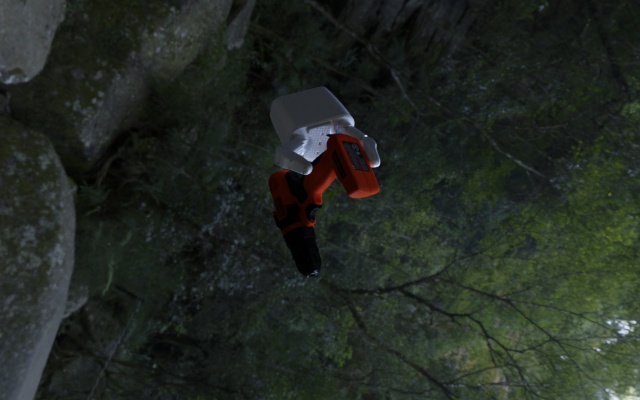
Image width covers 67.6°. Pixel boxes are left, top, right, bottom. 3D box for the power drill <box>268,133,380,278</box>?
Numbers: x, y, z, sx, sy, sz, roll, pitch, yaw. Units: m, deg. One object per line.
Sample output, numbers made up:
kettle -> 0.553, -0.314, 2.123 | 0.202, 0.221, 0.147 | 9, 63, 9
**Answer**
power drill -> 0.000, 0.002, 0.724 | 0.057, 0.184, 0.188 | 1, -30, -46
